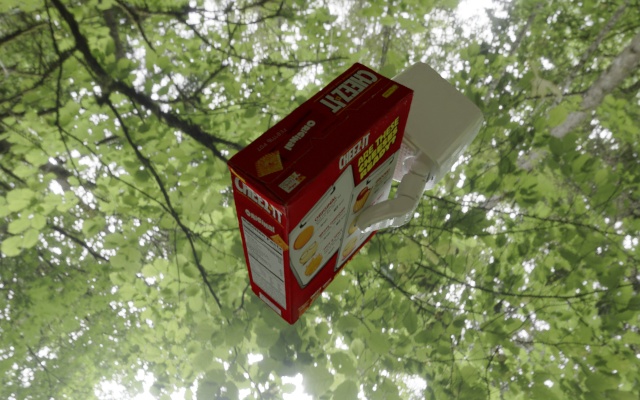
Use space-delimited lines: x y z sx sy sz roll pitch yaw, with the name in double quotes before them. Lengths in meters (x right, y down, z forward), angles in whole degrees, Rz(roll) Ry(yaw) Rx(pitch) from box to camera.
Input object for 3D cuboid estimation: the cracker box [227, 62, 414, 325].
"cracker box" 0.000 0.002 0.461 0.072 0.164 0.214 34 -31 22
